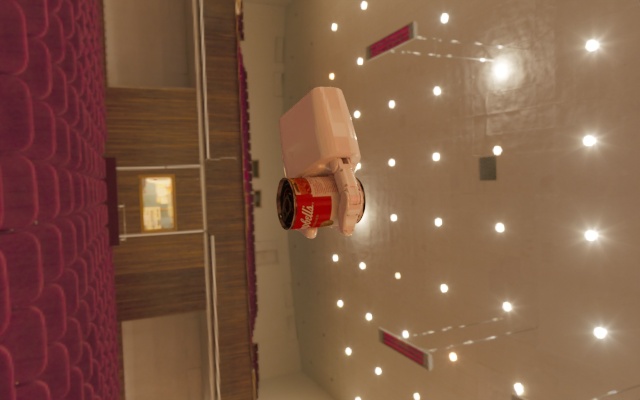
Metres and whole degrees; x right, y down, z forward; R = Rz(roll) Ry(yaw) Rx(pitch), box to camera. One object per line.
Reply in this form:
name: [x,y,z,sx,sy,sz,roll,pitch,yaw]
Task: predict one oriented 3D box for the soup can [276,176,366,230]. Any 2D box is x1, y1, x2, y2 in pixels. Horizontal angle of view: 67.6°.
soup can: [0.001,0.002,0.634,0.102,0.068,0.068,-3,1,-24]
